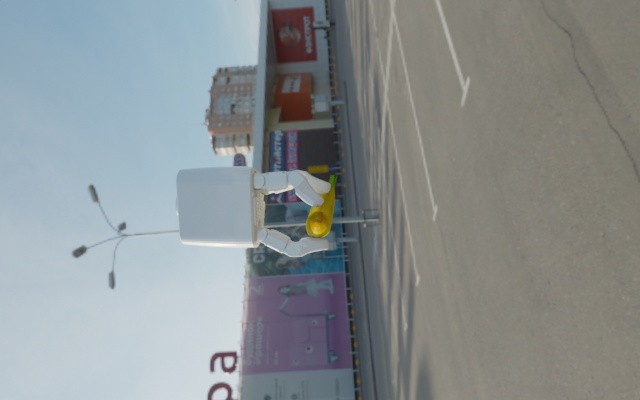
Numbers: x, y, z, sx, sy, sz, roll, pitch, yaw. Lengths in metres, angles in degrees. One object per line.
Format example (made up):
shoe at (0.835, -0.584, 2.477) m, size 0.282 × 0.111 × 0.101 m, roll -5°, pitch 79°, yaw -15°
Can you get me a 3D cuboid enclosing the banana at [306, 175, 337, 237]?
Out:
banana at (0.000, 0.019, 0.719) m, size 0.037 × 0.070 × 0.197 m, roll 4°, pitch 20°, yaw 4°
